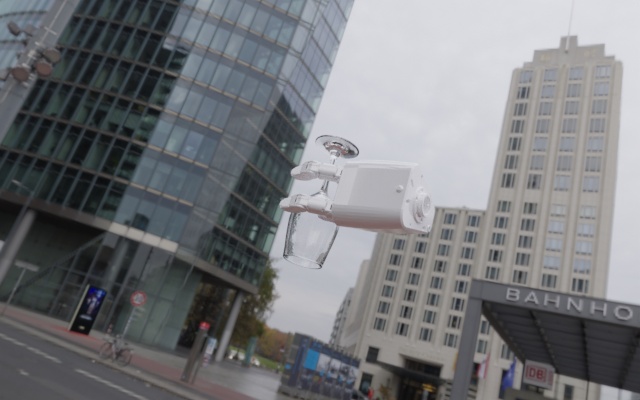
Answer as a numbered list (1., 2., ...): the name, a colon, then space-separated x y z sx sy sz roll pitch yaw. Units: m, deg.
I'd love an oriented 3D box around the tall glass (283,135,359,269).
1. tall glass: 0.000 0.002 0.746 0.079 0.201 0.079 15 -19 5
